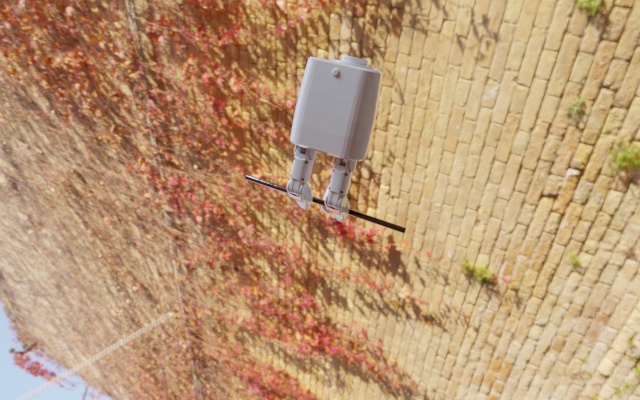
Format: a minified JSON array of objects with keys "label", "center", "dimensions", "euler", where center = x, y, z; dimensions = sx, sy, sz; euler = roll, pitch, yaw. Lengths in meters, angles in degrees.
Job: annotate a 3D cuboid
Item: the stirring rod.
[{"label":"stirring rod","center":[0.000,0.002,0.644],"dimensions":[0.239,0.011,0.011],"euler":[19,7,21]}]
